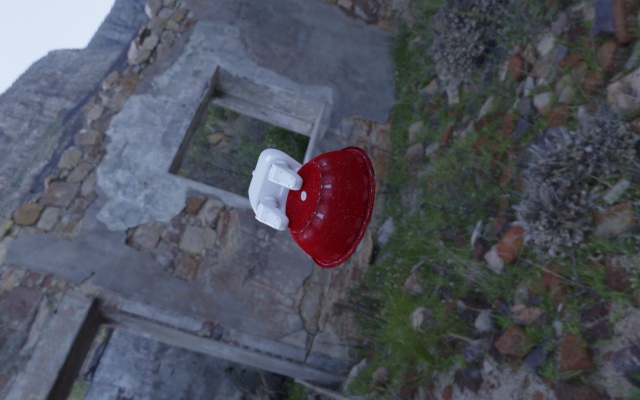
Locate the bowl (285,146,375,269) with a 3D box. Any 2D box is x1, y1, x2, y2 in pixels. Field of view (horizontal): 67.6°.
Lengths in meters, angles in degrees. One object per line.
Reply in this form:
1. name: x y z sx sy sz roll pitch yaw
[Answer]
1. bowl: 0.000 0.002 0.602 0.055 0.162 0.162 15 -7 -28
